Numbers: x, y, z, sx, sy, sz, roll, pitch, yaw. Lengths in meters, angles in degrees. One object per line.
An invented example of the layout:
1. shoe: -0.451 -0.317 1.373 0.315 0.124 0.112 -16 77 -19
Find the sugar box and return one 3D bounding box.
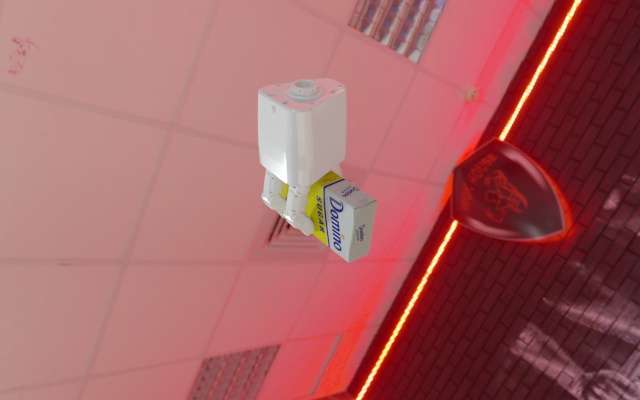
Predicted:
1. sugar box: 0.000 0.002 0.680 0.048 0.093 0.176 -21 41 -32
